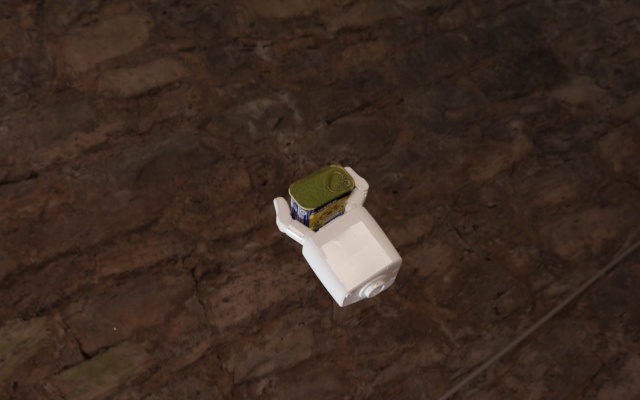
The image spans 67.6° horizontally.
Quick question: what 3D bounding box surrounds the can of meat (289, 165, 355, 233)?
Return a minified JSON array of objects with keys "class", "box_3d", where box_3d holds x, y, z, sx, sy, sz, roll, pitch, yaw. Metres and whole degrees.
[{"class":"can of meat","box_3d":[0.000,0.003,0.764,0.102,0.057,0.084,-28,-30,-23]}]
